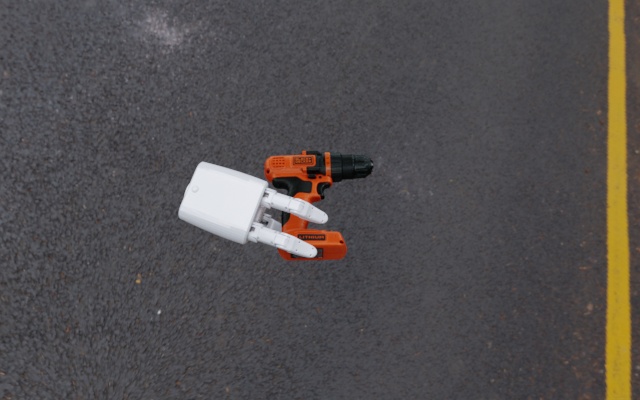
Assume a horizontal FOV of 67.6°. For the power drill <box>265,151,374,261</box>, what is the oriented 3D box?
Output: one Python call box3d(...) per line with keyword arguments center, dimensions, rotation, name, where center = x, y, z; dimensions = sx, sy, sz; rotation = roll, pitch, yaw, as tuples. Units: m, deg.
box3d(center=(0.000, 0.003, 0.773), dimensions=(0.184, 0.187, 0.057), rotation=(-3, -33, 1), name="power drill")
